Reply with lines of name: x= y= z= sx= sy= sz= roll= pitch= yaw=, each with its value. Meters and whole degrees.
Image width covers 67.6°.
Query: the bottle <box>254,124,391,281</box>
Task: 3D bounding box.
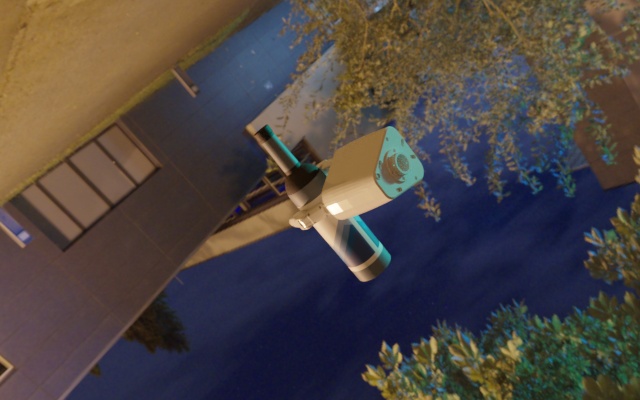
bottle: x=0.000 y=0.003 z=0.759 sx=0.069 sy=0.296 sz=0.069 roll=-36 pitch=16 yaw=12
